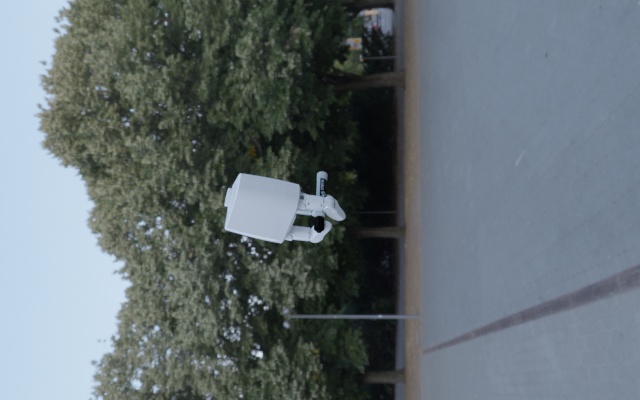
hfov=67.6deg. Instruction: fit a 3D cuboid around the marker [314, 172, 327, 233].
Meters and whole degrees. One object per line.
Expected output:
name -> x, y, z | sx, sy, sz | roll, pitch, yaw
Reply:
marker -> 0.000, 0.003, 0.842 | 0.020, 0.121, 0.020 | 3, -32, 2
